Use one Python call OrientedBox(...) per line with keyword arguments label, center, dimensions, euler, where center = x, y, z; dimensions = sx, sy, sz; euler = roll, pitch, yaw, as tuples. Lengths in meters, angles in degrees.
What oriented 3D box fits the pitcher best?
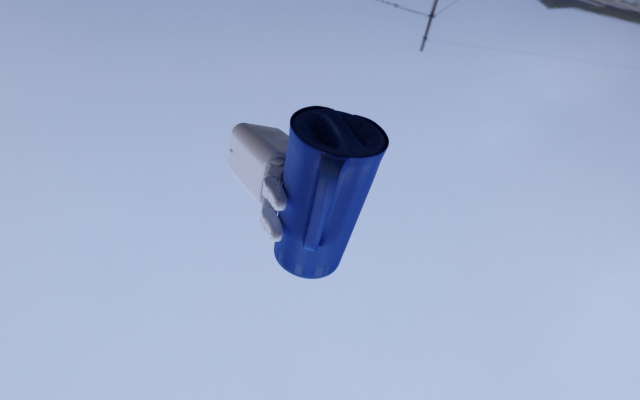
OrientedBox(label="pitcher", center=(0.000, 0.002, 0.683), dimensions=(0.149, 0.243, 0.145), euler=(-18, 47, -37))
